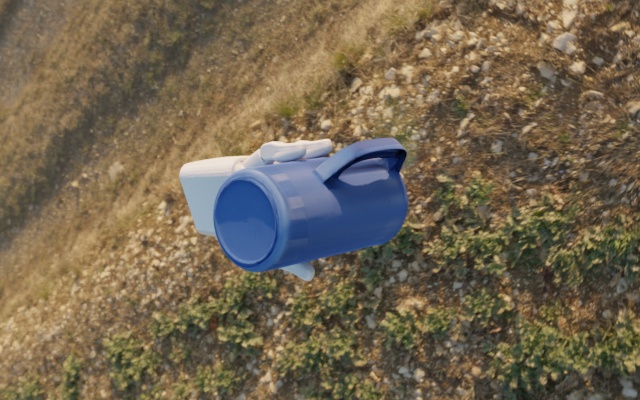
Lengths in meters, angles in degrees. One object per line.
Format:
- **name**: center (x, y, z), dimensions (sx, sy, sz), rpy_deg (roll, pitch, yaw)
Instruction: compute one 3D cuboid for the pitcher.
- **pitcher**: center (0.000, 0.002, 0.573), dimensions (0.145, 0.149, 0.243), rpy_deg (3, 7, 36)
